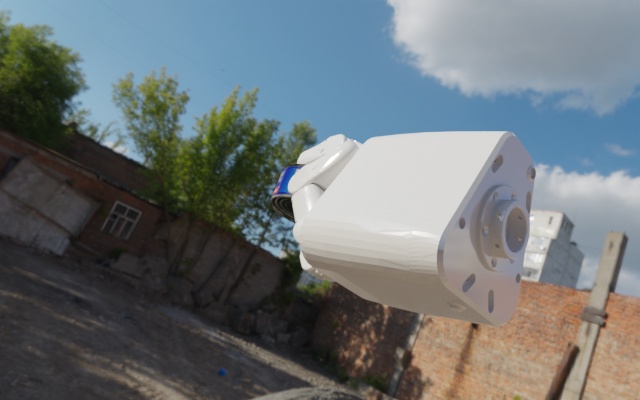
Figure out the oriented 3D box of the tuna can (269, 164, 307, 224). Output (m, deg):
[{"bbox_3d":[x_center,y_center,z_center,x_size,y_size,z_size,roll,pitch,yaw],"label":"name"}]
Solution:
[{"bbox_3d":[0.000,0.001,0.429,0.086,0.033,0.086,18,-18,6],"label":"tuna can"}]
